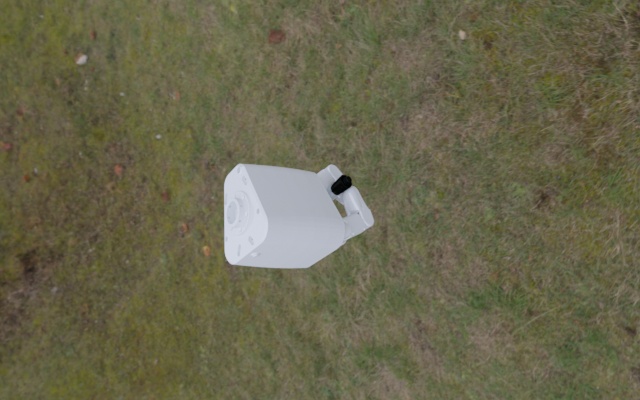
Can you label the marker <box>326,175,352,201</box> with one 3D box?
[{"bbox_3d":[0.000,0.002,0.630,0.020,0.020,0.121,0,-29,-41],"label":"marker"}]
